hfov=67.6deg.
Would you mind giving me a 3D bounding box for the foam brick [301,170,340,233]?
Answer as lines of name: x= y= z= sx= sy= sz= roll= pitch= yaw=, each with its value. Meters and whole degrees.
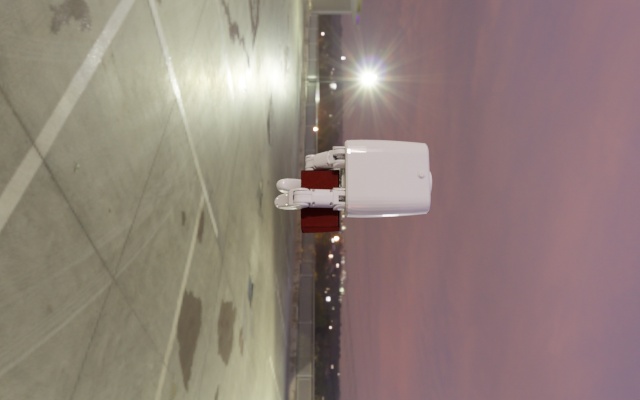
foam brick: x=0.000 y=0.002 z=0.637 sx=0.051 sy=0.078 sz=0.053 roll=0 pitch=-10 yaw=0
